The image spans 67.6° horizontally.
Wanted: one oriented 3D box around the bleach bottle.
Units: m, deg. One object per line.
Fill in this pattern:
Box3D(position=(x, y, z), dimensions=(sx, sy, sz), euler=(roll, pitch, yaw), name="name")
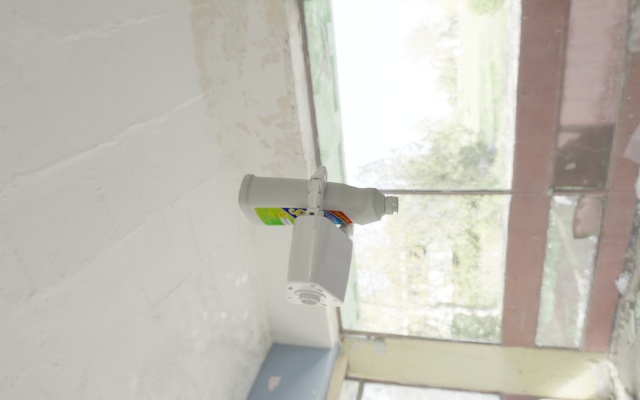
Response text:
Box3D(position=(0.000, 0.003, 0.784), dimensions=(0.251, 0.068, 0.103), euler=(0, -30, 15), name="bleach bottle")
